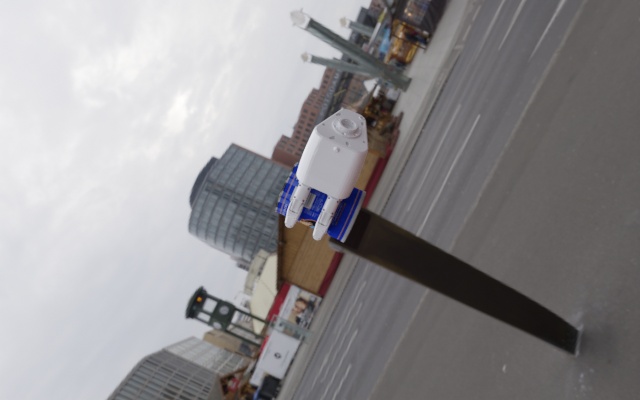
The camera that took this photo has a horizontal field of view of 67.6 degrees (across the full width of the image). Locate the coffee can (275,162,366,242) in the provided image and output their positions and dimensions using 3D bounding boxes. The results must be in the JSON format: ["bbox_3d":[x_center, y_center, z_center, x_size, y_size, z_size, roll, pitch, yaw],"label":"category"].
[{"bbox_3d":[0.000,0.003,0.883,0.140,0.103,0.103,24,1,1],"label":"coffee can"}]
